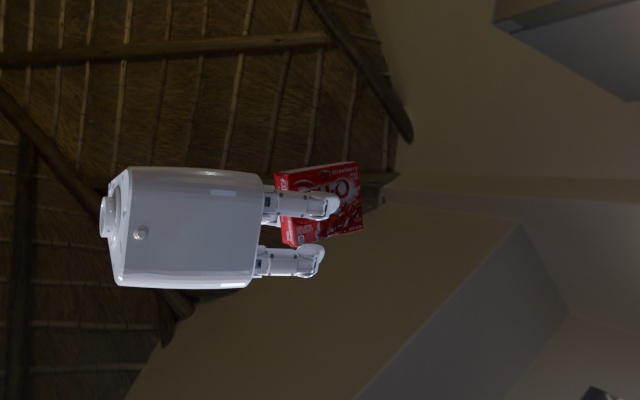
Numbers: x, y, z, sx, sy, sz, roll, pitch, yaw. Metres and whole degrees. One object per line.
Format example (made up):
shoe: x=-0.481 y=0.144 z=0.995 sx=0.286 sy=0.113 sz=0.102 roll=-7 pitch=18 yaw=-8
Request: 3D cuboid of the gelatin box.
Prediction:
gelatin box: x=0.000 y=0.002 z=0.488 sx=0.089 sy=0.073 sz=0.030 roll=-11 pitch=11 yaw=-33
